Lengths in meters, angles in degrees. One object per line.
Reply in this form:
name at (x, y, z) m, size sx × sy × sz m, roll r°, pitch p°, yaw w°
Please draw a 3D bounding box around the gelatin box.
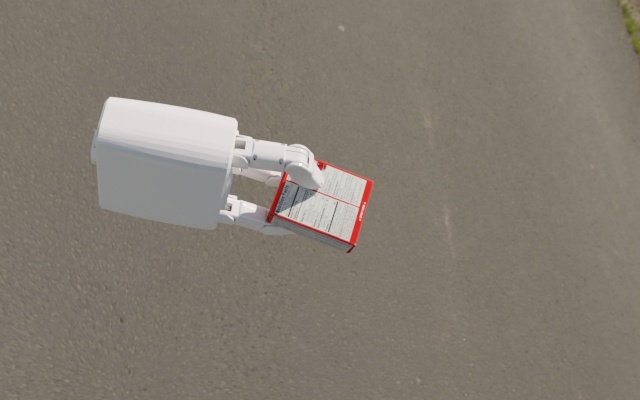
gelatin box at (0.001, 0.001, 0.470) m, size 0.089 × 0.073 × 0.030 m, roll 21°, pitch -26°, yaw -5°
